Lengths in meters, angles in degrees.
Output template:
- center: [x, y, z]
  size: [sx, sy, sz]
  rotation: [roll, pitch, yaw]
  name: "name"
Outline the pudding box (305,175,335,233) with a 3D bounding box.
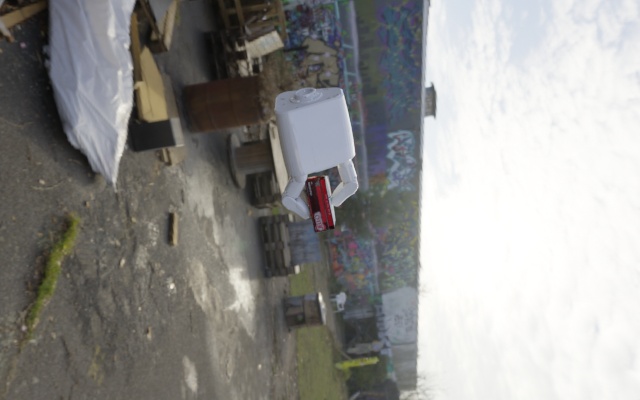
- center: [0.000, 0.003, 0.818]
  size: [0.039, 0.090, 0.113]
  rotation: [-10, 4, 4]
  name: "pudding box"
